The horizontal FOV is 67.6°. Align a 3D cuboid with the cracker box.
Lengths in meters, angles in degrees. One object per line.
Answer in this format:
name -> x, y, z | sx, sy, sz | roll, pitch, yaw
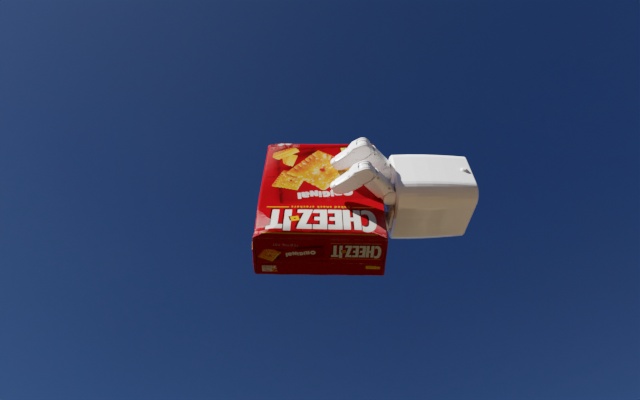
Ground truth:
cracker box -> 0.000, 0.002, 0.656 | 0.164, 0.072, 0.213 | 0, 38, 0
